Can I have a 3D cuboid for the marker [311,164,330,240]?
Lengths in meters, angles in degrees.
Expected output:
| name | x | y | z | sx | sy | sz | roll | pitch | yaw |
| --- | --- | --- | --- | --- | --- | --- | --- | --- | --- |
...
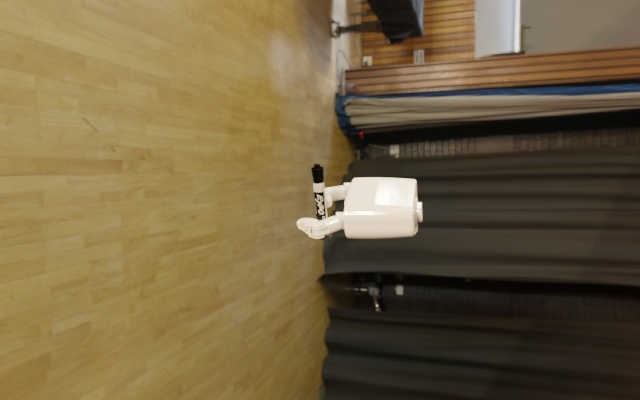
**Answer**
| name | x | y | z | sx | sy | sz | roll | pitch | yaw |
| --- | --- | --- | --- | --- | --- | --- | --- | --- | --- |
| marker | 0.000 | 0.002 | 0.737 | 0.020 | 0.121 | 0.020 | -5 | 19 | 2 |
